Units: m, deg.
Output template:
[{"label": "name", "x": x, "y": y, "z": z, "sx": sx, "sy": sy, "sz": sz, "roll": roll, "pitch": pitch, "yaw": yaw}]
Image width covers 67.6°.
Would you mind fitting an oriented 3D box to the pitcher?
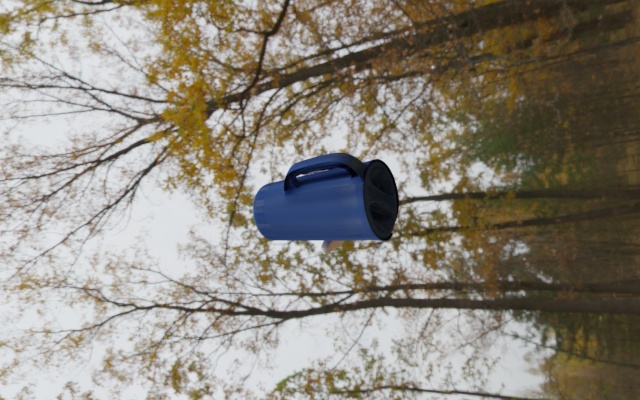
[{"label": "pitcher", "x": 0.000, "y": 0.003, "z": 0.824, "sx": 0.243, "sy": 0.149, "sz": 0.145, "roll": -7, "pitch": 2, "yaw": 32}]
